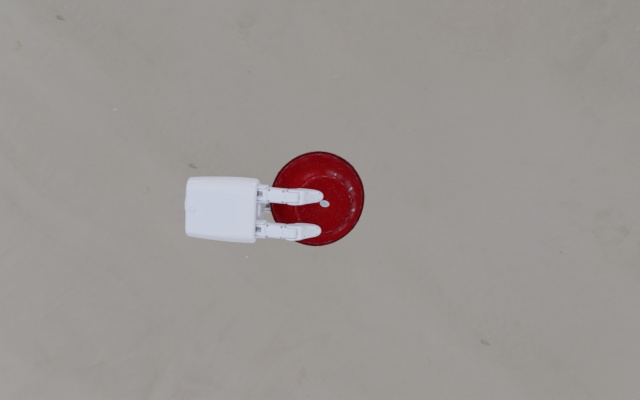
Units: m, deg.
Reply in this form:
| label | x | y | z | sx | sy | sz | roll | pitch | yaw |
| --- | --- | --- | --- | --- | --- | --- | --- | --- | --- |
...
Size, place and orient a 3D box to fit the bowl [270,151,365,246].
| label | x | y | z | sx | sy | sz | roll | pitch | yaw |
| --- | --- | --- | --- | --- | --- | --- | --- | --- | --- |
| bowl | 0.001 | 0.002 | 0.775 | 0.162 | 0.162 | 0.055 | 0 | 10 | -10 |
